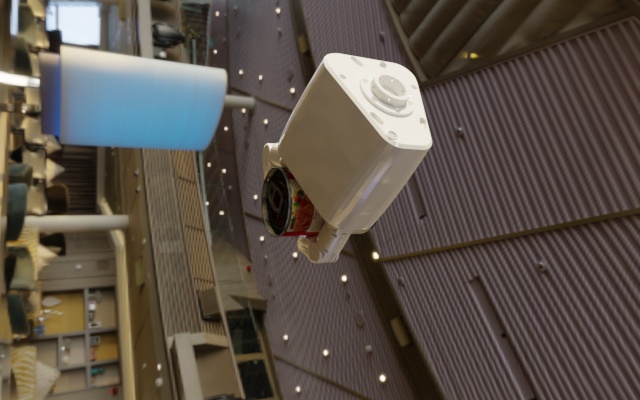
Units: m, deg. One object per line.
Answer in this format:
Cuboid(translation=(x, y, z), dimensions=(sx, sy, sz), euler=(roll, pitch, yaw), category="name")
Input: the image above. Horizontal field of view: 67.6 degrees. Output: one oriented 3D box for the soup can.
Cuboid(translation=(0.000, 0.002, 0.481), dimensions=(0.102, 0.068, 0.068), euler=(0, 0, -29), category="soup can")
